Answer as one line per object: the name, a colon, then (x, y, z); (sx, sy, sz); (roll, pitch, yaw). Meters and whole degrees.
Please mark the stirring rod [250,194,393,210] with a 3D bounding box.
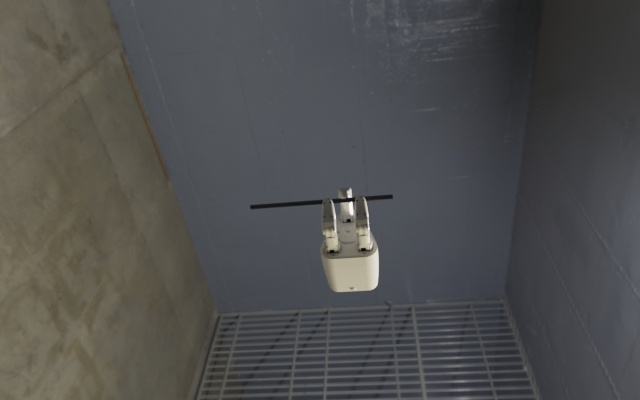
stirring rod: (0.000, 0.003, 0.802); (0.239, 0.011, 0.011); (-4, -1, 6)
